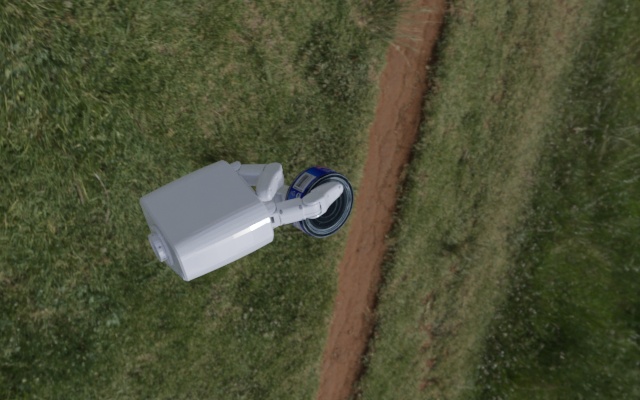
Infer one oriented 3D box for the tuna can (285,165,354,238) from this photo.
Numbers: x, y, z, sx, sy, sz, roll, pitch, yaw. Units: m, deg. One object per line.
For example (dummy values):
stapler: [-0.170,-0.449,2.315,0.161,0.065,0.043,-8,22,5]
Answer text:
tuna can: [0.000,0.002,0.592,0.086,0.086,0.033,0,18,-40]
